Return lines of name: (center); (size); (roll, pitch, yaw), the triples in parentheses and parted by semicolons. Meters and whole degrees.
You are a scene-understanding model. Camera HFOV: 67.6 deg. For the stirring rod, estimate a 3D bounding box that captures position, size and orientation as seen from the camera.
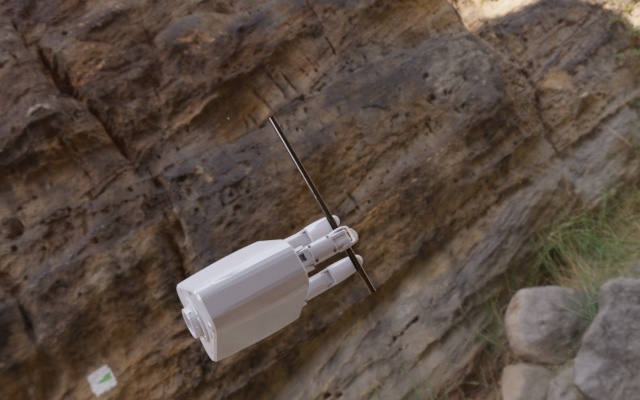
stirring rod: (0.000, 0.002, 0.562); (0.011, 0.239, 0.011); (-29, -10, -6)
